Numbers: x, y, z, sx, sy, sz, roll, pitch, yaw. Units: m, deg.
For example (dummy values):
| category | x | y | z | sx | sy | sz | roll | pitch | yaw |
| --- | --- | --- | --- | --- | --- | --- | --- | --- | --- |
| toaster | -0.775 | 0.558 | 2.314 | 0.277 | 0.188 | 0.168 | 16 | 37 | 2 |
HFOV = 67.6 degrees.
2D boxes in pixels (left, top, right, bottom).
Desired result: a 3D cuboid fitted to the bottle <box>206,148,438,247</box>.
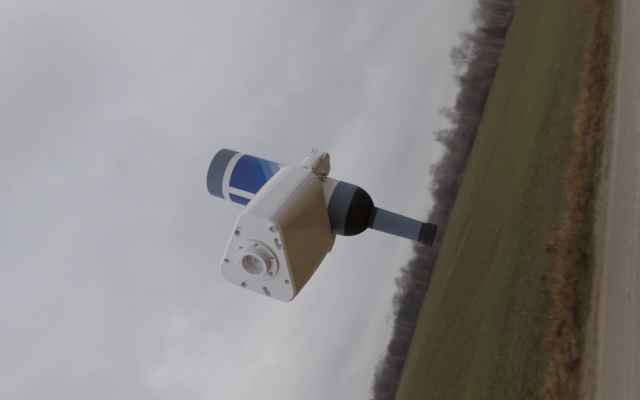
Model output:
| category | x | y | z | sx | sy | sz | roll | pitch | yaw |
| --- | --- | --- | --- | --- | --- | --- | --- | --- | --- |
| bottle | 0.000 | 0.002 | 0.608 | 0.295 | 0.069 | 0.069 | 17 | 4 | 15 |
